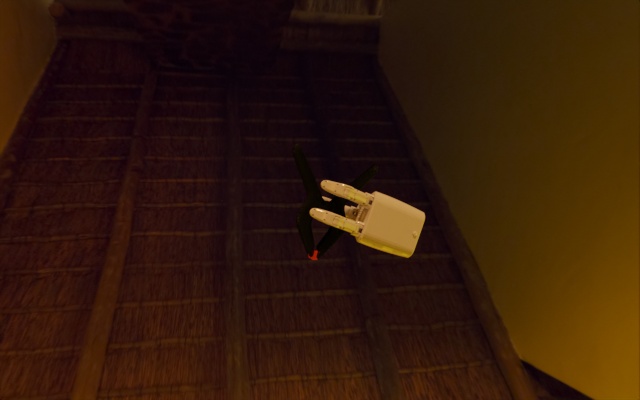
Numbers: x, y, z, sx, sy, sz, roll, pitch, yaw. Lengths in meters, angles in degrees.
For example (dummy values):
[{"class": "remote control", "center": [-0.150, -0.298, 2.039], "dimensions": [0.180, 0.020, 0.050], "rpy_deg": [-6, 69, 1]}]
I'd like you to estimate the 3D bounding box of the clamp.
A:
[{"class": "clamp", "center": [0.000, 0.004, 0.887], "dimensions": [0.164, 0.210, 0.036], "rpy_deg": [21, -4, -9]}]
